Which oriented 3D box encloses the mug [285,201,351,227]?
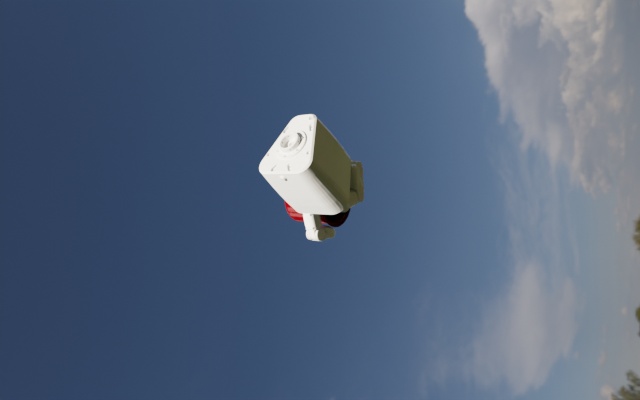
[{"bbox_3d":[0.001,0.003,0.810,0.081,0.093,0.117,2,-31,35],"label":"mug"}]
